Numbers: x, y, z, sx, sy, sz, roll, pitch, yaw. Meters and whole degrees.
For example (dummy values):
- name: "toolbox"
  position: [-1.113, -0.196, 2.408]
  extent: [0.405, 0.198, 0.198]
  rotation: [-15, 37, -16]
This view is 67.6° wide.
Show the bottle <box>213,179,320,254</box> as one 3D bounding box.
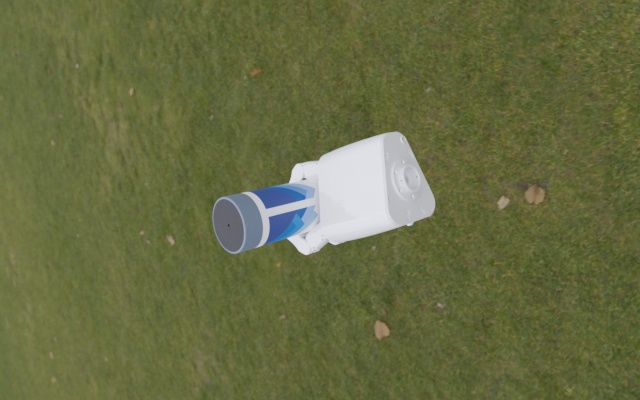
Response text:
- name: "bottle"
  position: [0.000, 0.002, 0.642]
  extent: [0.295, 0.069, 0.069]
  rotation: [-14, 10, -43]
